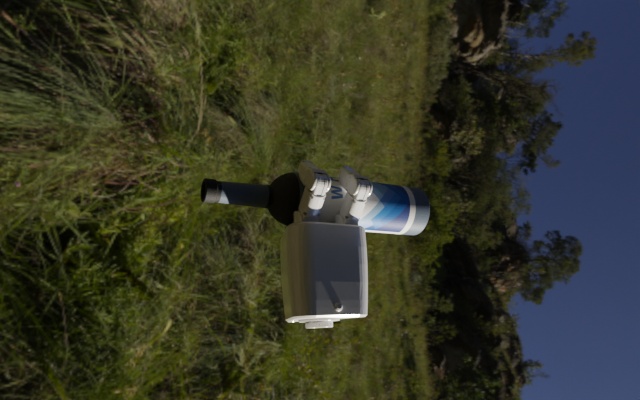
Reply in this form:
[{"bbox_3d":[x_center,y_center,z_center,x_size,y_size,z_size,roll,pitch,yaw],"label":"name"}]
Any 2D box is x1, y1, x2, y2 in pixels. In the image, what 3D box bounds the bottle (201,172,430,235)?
[{"bbox_3d":[0.000,0.002,0.598,0.296,0.069,0.069,6,-3,-27],"label":"bottle"}]
